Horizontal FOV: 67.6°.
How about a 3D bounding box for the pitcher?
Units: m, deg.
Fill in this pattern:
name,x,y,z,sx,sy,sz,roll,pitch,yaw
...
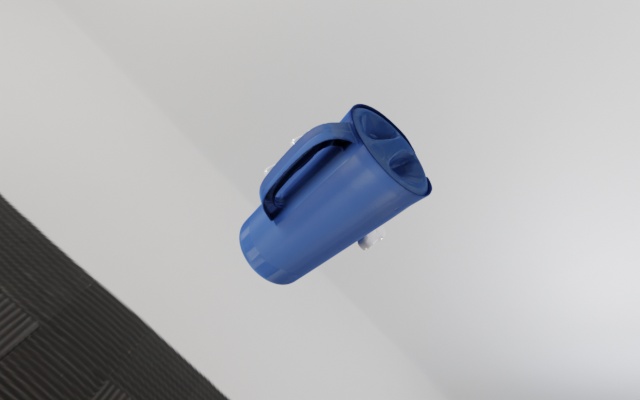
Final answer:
name,x,y,z,sx,sy,sz,roll,pitch,yaw
pitcher,0.000,0.002,0.593,0.243,0.149,0.145,-40,8,29
